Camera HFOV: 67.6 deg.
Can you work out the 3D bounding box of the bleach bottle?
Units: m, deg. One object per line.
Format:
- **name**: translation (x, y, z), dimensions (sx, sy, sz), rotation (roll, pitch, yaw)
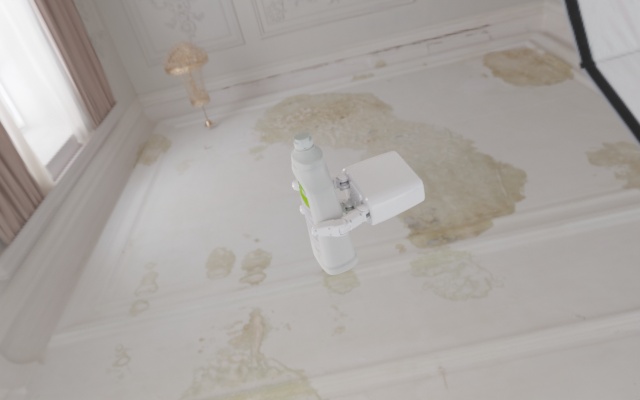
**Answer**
- **bleach bottle**: translation (0.000, 0.003, 0.820), dimensions (0.068, 0.251, 0.102), rotation (-23, 34, -13)
